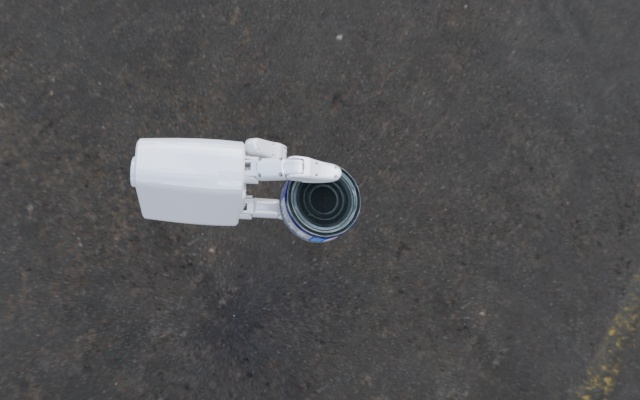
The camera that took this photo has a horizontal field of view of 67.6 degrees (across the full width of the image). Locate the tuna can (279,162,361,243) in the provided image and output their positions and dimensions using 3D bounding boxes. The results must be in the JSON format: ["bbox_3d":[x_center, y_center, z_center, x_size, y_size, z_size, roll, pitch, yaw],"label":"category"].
[{"bbox_3d":[0.000,0.002,0.521,0.086,0.086,0.034,0,-13,-16],"label":"tuna can"}]
